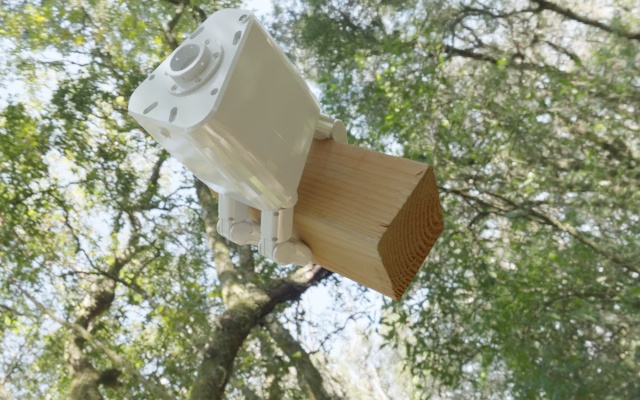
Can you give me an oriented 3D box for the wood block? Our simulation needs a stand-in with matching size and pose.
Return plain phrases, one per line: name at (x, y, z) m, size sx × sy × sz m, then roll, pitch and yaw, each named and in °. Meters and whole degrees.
wood block at (0.000, 0.001, 0.456) m, size 0.206 × 0.090 × 0.090 m, roll 20°, pitch -30°, yaw 35°
